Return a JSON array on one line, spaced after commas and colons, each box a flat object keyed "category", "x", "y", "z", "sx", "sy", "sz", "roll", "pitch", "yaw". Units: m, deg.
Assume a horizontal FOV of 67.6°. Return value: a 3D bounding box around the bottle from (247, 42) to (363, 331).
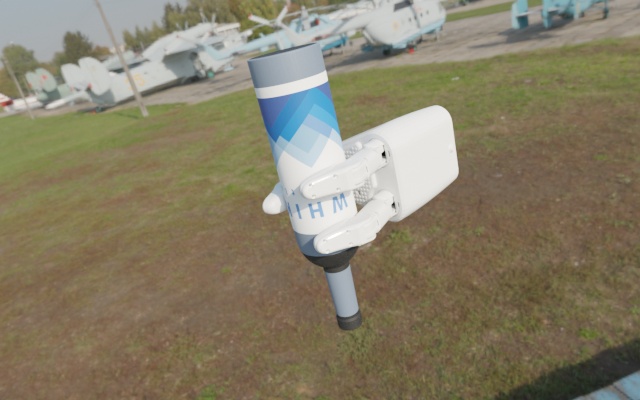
[{"category": "bottle", "x": 0.000, "y": 0.001, "z": 0.474, "sx": 0.069, "sy": 0.296, "sz": 0.069, "roll": -12, "pitch": 21, "yaw": 5}]
